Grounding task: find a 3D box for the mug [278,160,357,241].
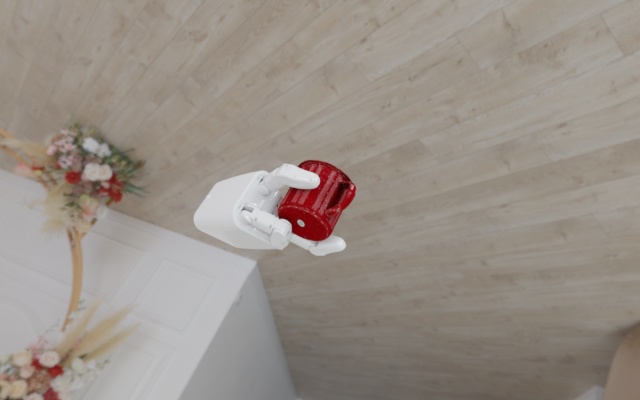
[{"bbox_3d":[0.001,0.002,0.666,0.117,0.081,0.093,-7,-46,43],"label":"mug"}]
